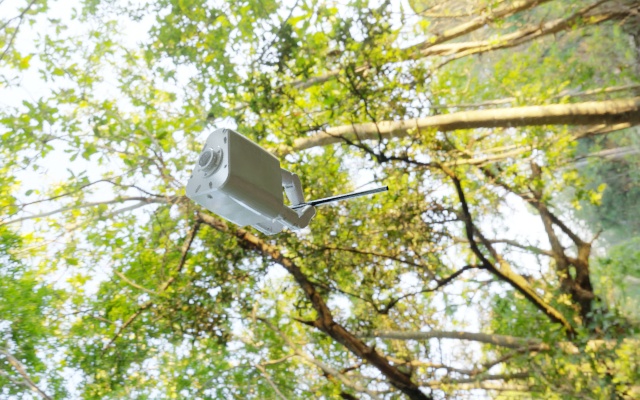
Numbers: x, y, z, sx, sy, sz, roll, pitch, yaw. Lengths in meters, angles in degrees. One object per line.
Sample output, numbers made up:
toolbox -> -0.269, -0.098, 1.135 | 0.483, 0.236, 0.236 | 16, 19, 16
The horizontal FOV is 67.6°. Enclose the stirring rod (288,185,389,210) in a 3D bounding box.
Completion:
stirring rod -> 0.000, 0.002, 0.749 | 0.239, 0.011, 0.011 | -12, -7, 36
